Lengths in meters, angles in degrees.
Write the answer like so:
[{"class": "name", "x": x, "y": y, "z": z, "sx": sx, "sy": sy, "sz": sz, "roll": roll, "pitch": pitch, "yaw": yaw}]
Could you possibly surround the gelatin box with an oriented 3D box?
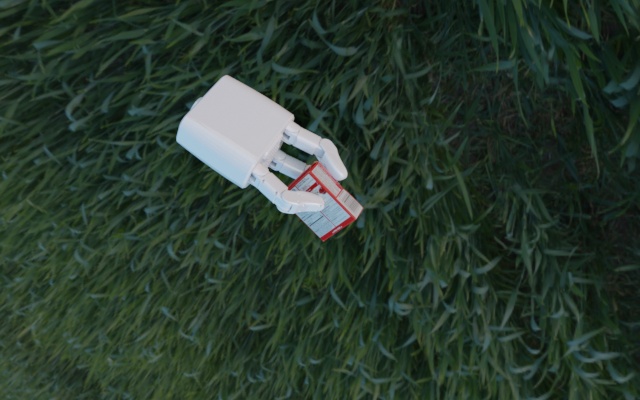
[{"class": "gelatin box", "x": 0.000, "y": 0.003, "z": 0.629, "sx": 0.073, "sy": 0.089, "sz": 0.030, "roll": -39, "pitch": 9, "yaw": 43}]
